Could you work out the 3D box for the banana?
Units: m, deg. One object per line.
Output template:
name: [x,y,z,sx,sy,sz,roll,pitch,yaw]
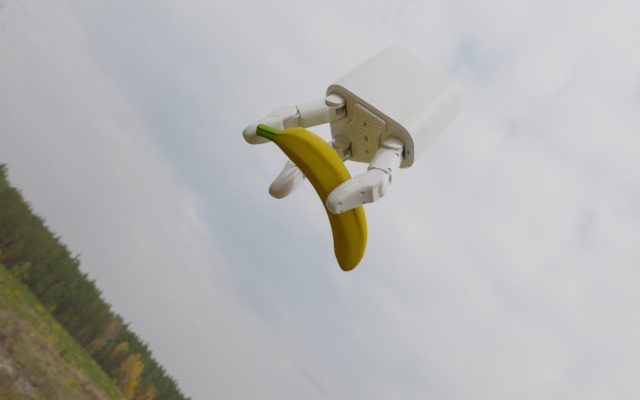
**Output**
banana: [0.011,0.000,0.482,0.069,0.198,0.037,6,43,49]
